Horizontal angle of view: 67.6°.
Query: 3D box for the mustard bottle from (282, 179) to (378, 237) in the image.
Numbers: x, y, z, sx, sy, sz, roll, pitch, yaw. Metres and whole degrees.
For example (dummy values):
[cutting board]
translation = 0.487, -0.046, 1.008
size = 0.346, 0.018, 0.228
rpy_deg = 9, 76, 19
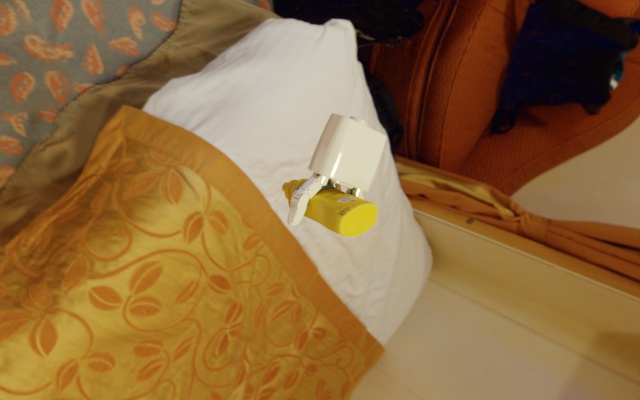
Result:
[mustard bottle]
translation = 0.000, 0.003, 0.841
size = 0.096, 0.058, 0.191
rpy_deg = -17, 31, -42
